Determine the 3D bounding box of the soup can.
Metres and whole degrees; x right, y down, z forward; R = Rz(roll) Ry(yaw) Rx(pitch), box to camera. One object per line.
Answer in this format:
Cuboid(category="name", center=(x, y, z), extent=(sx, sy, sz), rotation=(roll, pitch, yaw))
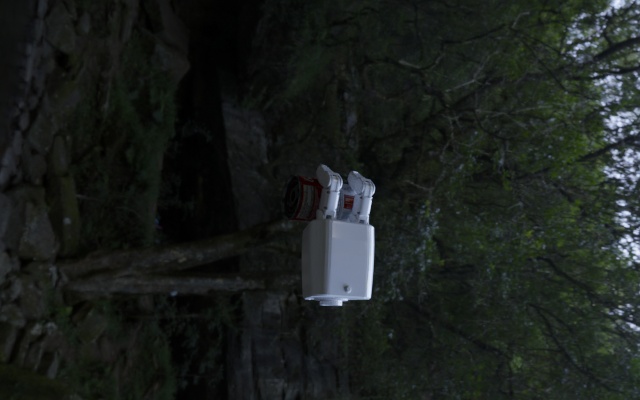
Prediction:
Cuboid(category="soup can", center=(0.000, 0.002, 0.717), extent=(0.102, 0.068, 0.068), rotation=(9, -4, -26))
